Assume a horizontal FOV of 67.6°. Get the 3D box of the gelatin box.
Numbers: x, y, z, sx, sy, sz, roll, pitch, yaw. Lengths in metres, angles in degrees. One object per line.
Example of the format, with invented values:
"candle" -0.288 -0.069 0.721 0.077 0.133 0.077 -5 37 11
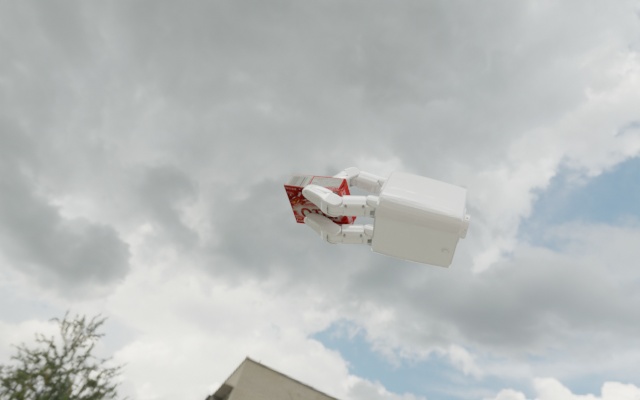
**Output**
"gelatin box" 0.000 0.002 0.670 0.089 0.073 0.030 7 44 26
